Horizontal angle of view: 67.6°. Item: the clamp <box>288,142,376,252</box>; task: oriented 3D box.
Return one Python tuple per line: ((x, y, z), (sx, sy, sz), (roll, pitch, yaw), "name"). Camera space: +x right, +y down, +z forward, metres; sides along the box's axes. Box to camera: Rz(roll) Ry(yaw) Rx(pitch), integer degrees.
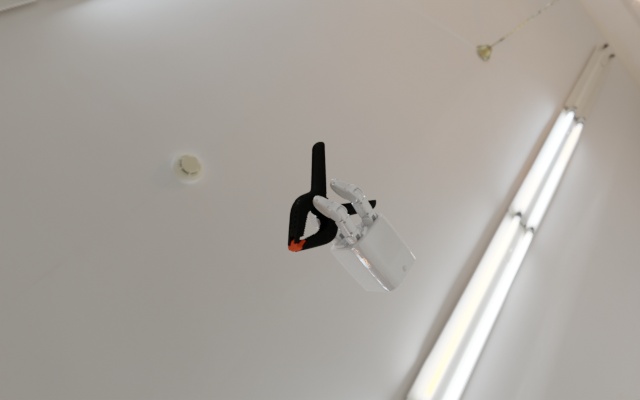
((0.000, 0.003, 0.831), (0.036, 0.164, 0.210), (-28, 14, 50), "clamp")
